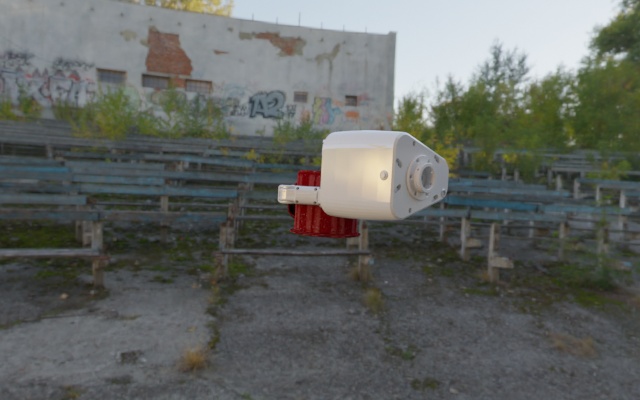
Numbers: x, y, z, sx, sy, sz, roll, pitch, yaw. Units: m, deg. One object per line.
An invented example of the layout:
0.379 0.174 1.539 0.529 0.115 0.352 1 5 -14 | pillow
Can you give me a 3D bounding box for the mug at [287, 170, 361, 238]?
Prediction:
-0.001 0.002 0.637 0.093 0.081 0.117 1 3 -45 | mug
